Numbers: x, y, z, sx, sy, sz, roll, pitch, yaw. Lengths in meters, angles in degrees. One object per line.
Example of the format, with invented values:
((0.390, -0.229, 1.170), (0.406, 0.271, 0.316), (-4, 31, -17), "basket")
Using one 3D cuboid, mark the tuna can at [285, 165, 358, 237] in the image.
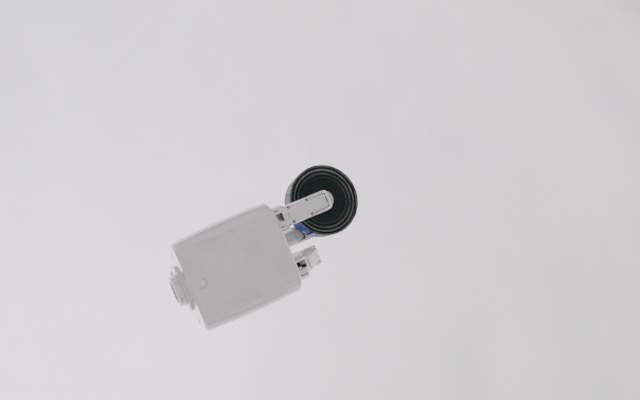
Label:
((0.000, 0.002, 0.585), (0.086, 0.086, 0.034), (0, -11, -20), "tuna can")
